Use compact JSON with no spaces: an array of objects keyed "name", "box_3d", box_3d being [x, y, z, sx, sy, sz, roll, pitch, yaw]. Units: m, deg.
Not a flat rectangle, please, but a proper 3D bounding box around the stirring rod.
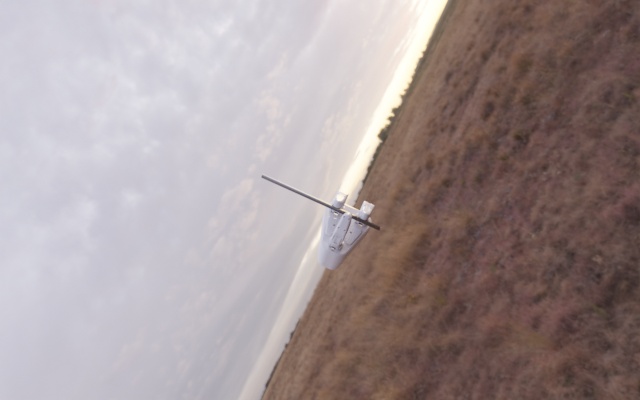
[{"name":"stirring rod","box_3d":[0.000,0.003,0.884,0.239,0.011,0.011,24,2,5]}]
